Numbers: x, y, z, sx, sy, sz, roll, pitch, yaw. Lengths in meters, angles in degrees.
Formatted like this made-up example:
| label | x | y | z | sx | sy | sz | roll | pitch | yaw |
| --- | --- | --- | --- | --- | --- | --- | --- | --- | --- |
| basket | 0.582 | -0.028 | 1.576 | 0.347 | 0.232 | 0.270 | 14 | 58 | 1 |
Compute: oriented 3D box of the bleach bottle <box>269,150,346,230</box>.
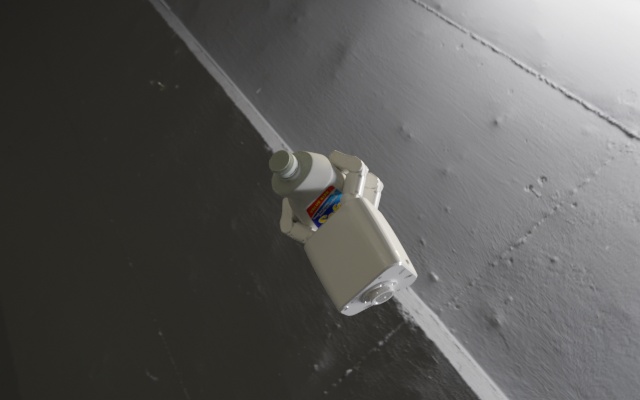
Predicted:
| label | x | y | z | sx | sy | sz | roll | pitch | yaw |
| --- | --- | --- | --- | --- | --- | --- | --- | --- | --- |
| bleach bottle | 0.000 | 0.002 | 0.670 | 0.102 | 0.068 | 0.251 | -35 | -33 | 11 |
